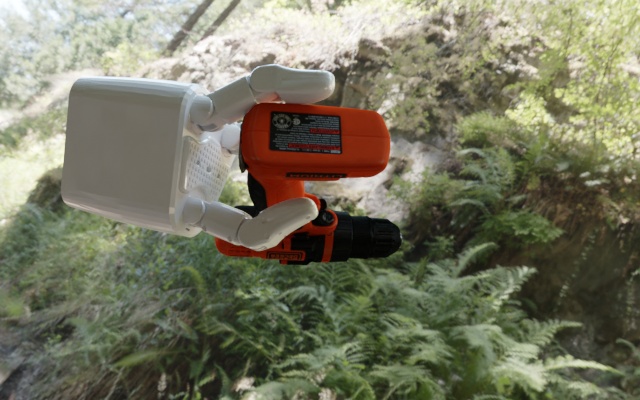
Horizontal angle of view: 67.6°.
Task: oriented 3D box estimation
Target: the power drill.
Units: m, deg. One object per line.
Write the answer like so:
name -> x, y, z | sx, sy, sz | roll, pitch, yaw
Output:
power drill -> 0.000, 0.001, 0.410 | 0.184, 0.057, 0.188 | 1, -32, -9
